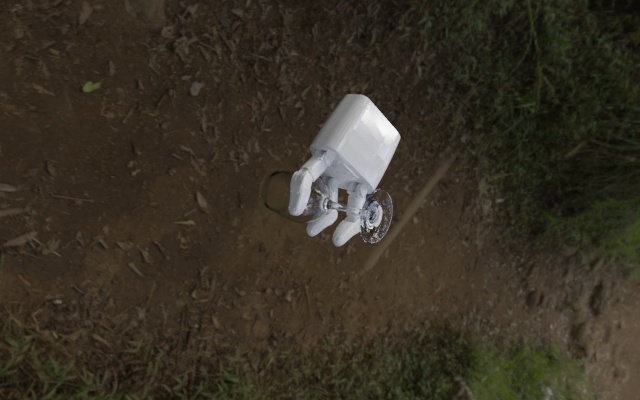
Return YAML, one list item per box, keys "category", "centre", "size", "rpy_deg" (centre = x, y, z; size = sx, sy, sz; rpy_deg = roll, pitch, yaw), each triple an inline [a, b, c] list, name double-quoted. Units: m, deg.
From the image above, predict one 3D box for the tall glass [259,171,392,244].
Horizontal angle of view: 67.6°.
- category: "tall glass"
  centre: [0.001, 0.002, 0.691]
  size: [0.201, 0.079, 0.079]
  rpy_deg: [14, 9, 39]
